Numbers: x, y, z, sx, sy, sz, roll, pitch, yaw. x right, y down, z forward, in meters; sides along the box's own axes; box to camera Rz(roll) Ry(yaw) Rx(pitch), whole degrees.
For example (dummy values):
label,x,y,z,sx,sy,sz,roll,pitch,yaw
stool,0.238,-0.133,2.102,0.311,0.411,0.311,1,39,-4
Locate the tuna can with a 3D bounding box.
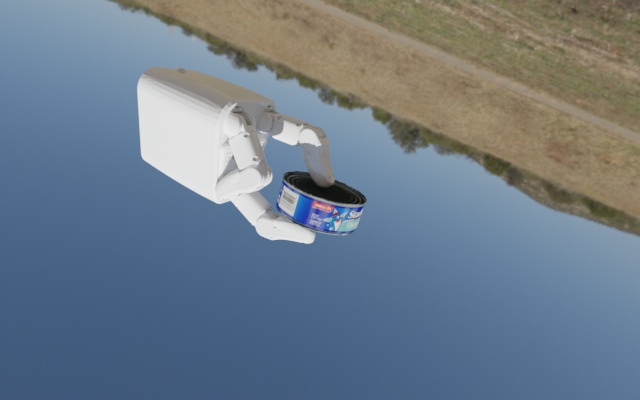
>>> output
label,x,y,z,sx,sy,sz,roll,pitch,yaw
tuna can,0.000,0.002,0.474,0.086,0.034,0.086,16,16,-5
